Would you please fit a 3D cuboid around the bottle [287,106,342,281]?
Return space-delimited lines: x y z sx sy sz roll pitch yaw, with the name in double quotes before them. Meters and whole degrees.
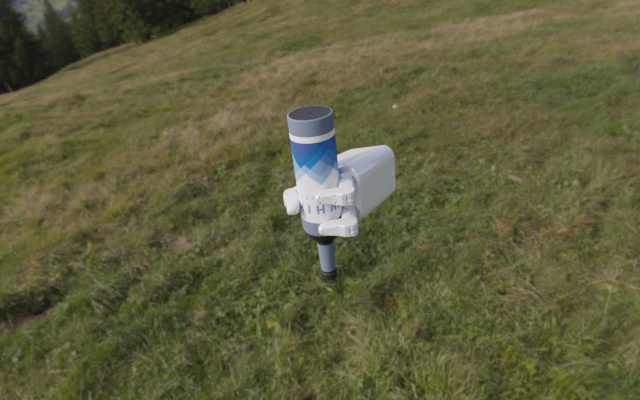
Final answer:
"bottle" 0.000 0.002 0.755 0.069 0.296 0.069 -5 29 3
